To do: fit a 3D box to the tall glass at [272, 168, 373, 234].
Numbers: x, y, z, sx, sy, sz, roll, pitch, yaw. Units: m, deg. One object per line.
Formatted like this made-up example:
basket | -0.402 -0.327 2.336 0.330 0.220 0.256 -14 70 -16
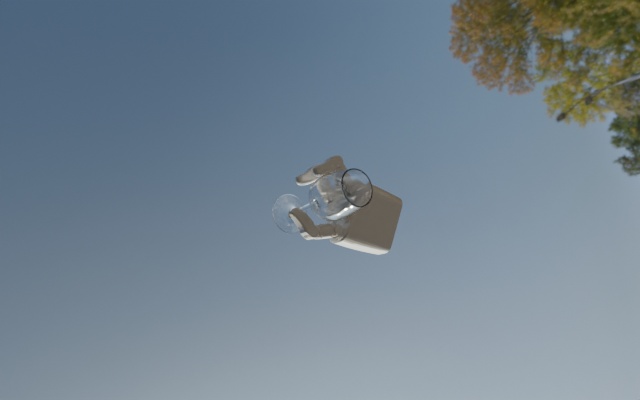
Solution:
tall glass | 0.000 0.003 0.804 0.079 0.079 0.201 0 -13 -35
